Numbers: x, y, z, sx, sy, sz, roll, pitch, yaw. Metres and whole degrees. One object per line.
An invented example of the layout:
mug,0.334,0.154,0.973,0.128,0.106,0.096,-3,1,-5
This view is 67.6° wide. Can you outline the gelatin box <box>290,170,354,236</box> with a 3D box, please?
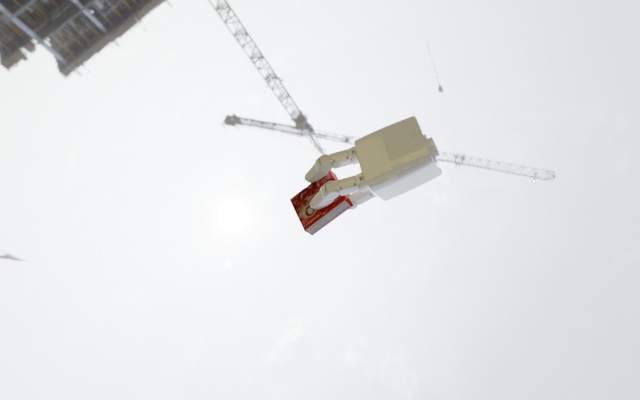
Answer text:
gelatin box,0.000,0.003,0.791,0.089,0.073,0.030,-37,-38,12
